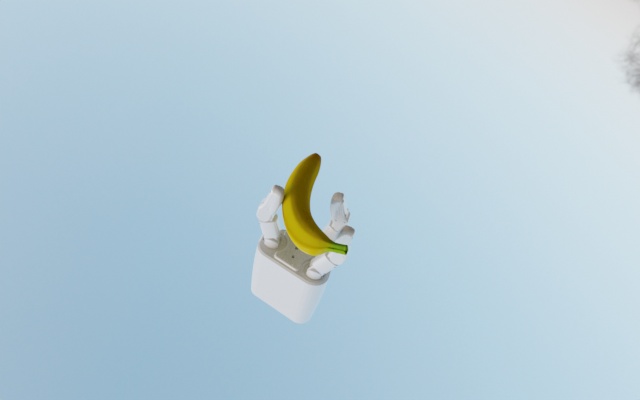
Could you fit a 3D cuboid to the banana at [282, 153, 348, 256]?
[{"bbox_3d":[-0.018,0.006,0.630,0.069,0.037,0.197,-5,44,-10],"label":"banana"}]
